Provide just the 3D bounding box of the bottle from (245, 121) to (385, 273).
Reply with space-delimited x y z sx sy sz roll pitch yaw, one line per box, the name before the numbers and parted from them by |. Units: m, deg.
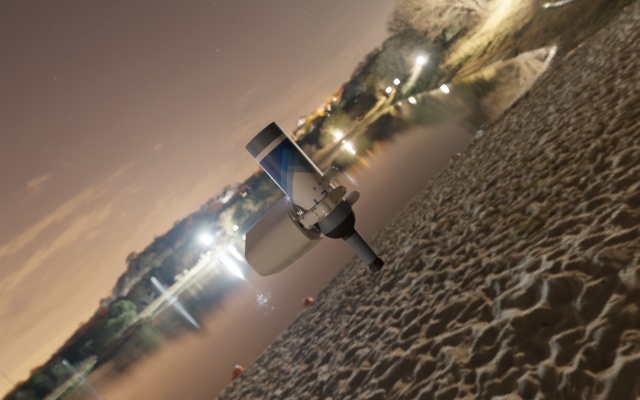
bottle | 0.000 0.002 0.785 0.069 0.296 0.069 -41 5 5
